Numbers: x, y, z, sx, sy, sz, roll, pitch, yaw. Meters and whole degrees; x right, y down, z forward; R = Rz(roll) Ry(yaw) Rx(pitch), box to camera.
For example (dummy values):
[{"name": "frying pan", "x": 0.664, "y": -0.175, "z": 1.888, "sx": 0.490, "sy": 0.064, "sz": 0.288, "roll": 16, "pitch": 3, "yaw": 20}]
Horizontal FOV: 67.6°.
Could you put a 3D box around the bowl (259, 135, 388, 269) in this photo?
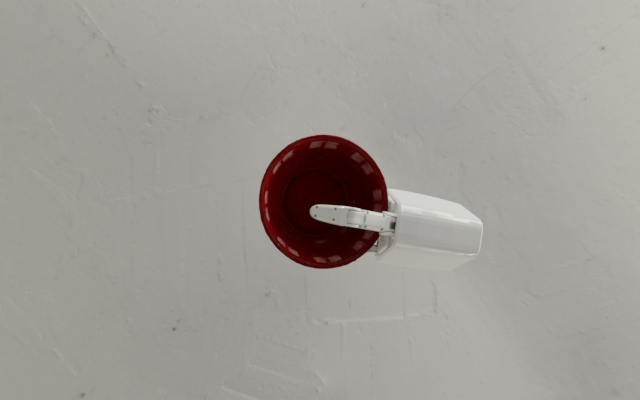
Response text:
[{"name": "bowl", "x": -0.001, "y": 0.001, "z": 0.597, "sx": 0.162, "sy": 0.162, "sz": 0.055, "roll": 0, "pitch": -1, "yaw": -15}]
